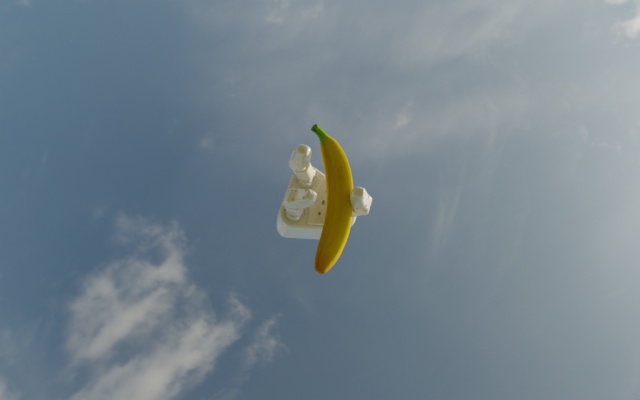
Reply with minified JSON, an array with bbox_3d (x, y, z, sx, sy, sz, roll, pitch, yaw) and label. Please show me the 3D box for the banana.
[{"bbox_3d":[0.015,0.000,0.647,0.069,0.197,0.037,4,-12,-34],"label":"banana"}]
